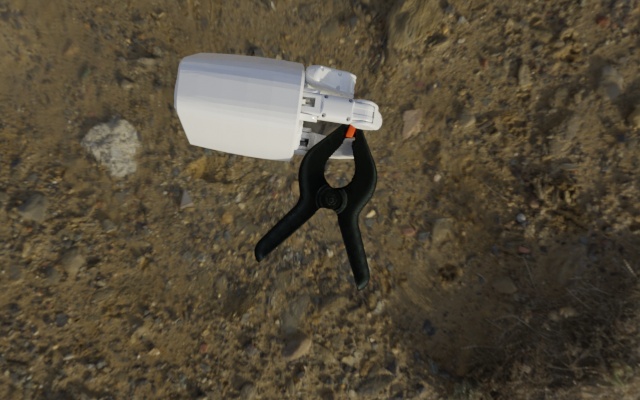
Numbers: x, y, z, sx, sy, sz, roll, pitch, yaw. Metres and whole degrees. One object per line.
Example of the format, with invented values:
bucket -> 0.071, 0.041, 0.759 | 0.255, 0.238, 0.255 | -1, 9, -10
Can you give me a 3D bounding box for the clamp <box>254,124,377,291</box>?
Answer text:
clamp -> 0.000, 0.001, 0.481 | 0.120, 0.171, 0.039 | 7, 3, -7
